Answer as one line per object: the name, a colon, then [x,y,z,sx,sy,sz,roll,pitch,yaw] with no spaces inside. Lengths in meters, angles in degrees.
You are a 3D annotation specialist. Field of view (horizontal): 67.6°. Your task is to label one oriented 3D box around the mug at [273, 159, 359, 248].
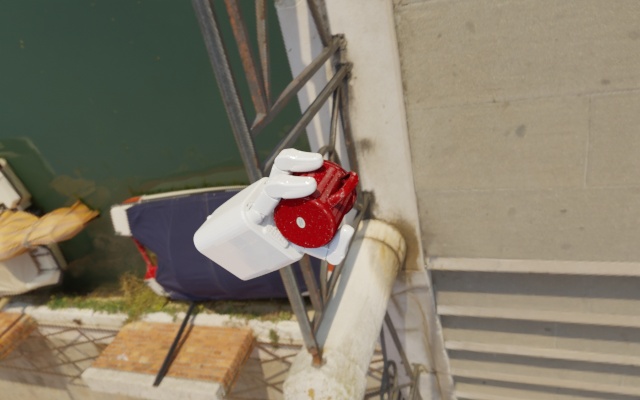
mug: [0.001,0.002,0.598,0.117,0.093,0.081,-28,19,34]
